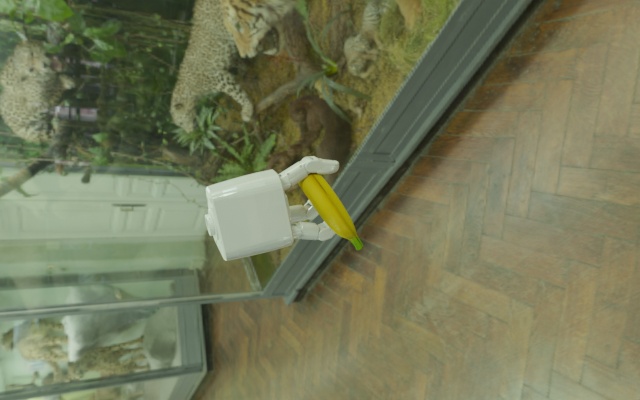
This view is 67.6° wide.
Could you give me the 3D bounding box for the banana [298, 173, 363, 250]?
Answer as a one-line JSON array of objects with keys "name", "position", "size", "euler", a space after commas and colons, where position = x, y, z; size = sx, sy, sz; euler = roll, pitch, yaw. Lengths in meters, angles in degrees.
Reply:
[{"name": "banana", "position": [-0.001, -0.006, 0.735], "size": [0.037, 0.197, 0.070], "euler": [-28, -35, -10]}]
